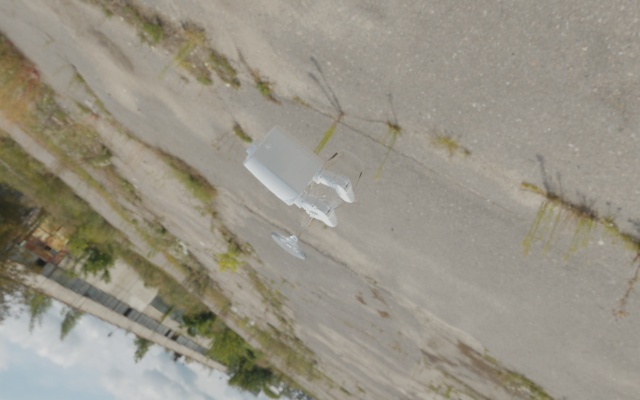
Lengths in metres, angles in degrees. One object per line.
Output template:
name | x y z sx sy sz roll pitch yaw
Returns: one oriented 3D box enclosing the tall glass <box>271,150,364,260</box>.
tall glass | 0.000 0.003 0.852 0.079 0.201 0.079 32 -20 13
